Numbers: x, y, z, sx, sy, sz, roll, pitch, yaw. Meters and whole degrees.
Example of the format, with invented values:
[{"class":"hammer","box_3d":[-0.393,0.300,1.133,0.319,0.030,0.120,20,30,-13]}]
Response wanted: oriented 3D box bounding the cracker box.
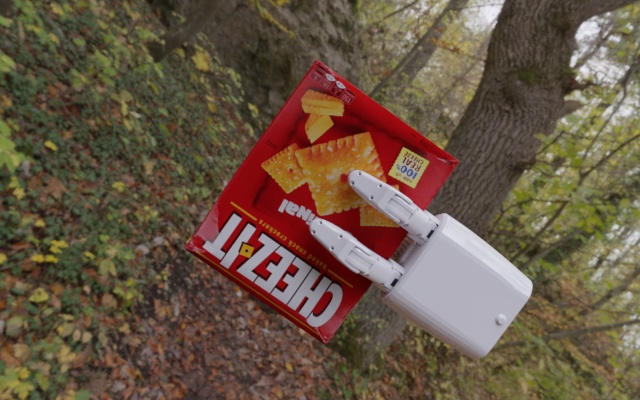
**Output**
[{"class":"cracker box","box_3d":[0.000,0.001,0.461,0.164,0.214,0.072,35,2,-4]}]
